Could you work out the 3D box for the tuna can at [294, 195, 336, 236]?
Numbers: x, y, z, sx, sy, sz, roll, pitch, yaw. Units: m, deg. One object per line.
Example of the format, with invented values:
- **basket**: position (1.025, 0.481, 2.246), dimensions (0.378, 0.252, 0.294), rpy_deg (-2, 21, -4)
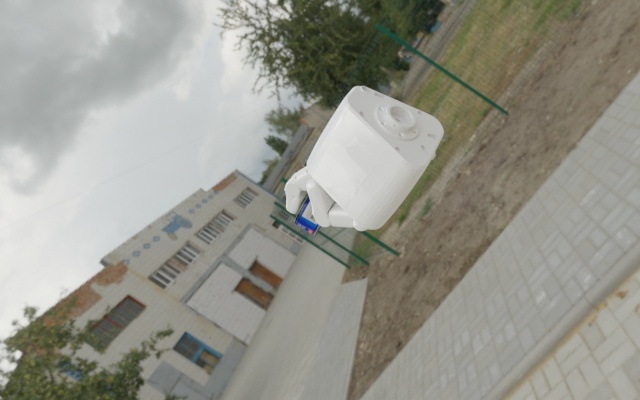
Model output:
- **tuna can**: position (0.000, 0.002, 0.628), dimensions (0.034, 0.086, 0.086), rpy_deg (30, 1, 2)
